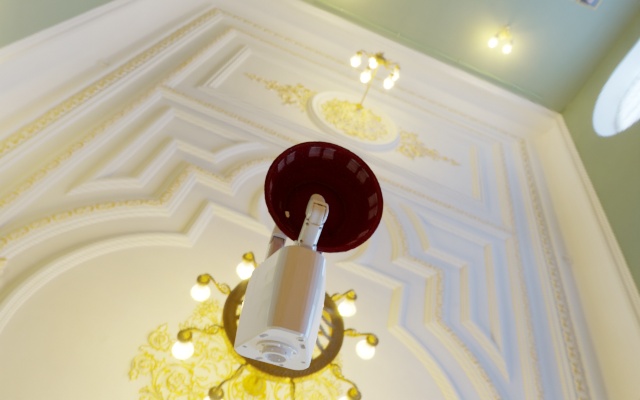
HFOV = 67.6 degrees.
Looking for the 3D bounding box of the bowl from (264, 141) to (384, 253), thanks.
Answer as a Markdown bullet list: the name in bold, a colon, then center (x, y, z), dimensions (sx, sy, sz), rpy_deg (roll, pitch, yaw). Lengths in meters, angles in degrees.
- **bowl**: center (0.001, 0.001, 0.644), dimensions (0.162, 0.162, 0.055), rpy_deg (0, -24, -17)
